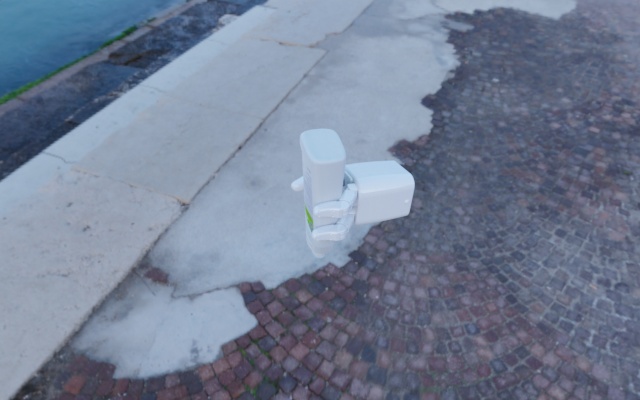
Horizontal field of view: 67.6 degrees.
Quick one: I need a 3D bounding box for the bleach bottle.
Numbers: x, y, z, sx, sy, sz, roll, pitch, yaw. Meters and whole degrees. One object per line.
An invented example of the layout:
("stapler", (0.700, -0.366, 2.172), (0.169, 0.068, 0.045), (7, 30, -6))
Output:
("bleach bottle", (0.000, 0.003, 0.864), (0.068, 0.251, 0.102), (-7, 42, -12))
